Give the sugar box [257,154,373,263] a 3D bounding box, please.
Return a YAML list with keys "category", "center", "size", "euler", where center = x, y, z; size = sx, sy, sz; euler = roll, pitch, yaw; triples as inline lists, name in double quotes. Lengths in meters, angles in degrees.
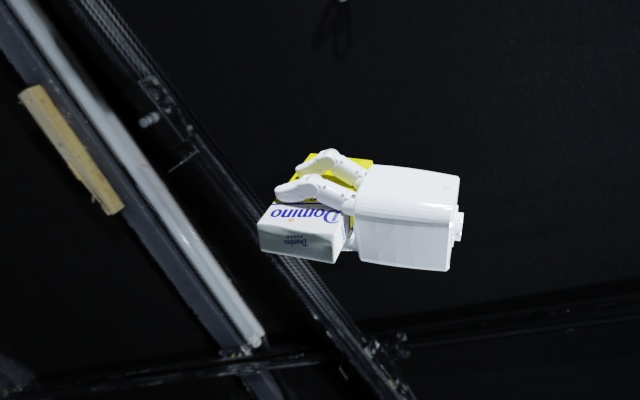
- category: "sugar box"
  center: [0.000, 0.001, 0.595]
  size: [0.093, 0.048, 0.176]
  euler: [7, 32, 17]
